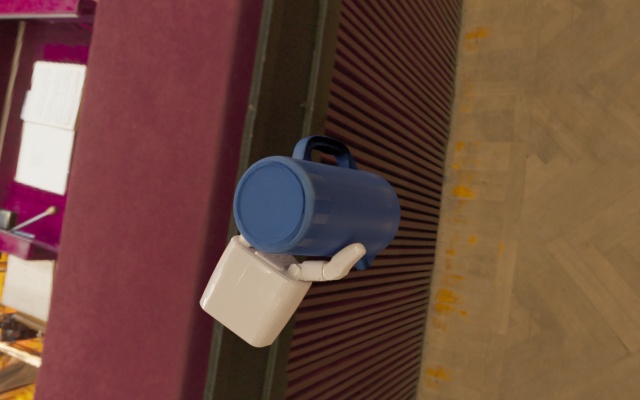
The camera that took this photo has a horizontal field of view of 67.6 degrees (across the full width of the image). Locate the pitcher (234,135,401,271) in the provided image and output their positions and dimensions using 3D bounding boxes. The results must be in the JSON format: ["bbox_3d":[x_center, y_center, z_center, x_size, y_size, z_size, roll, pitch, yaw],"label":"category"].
[{"bbox_3d":[0.000,0.002,0.621,0.149,0.145,0.243,38,13,26],"label":"pitcher"}]
